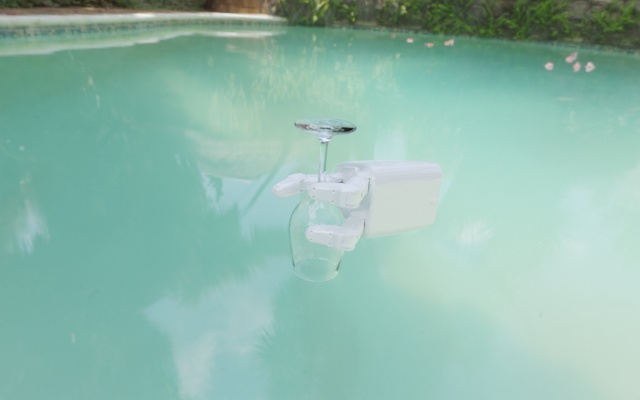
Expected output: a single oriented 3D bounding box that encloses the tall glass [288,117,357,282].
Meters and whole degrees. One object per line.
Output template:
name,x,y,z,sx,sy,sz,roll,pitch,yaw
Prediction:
tall glass,0.000,0.001,0.605,0.079,0.201,0.079,4,23,-2
